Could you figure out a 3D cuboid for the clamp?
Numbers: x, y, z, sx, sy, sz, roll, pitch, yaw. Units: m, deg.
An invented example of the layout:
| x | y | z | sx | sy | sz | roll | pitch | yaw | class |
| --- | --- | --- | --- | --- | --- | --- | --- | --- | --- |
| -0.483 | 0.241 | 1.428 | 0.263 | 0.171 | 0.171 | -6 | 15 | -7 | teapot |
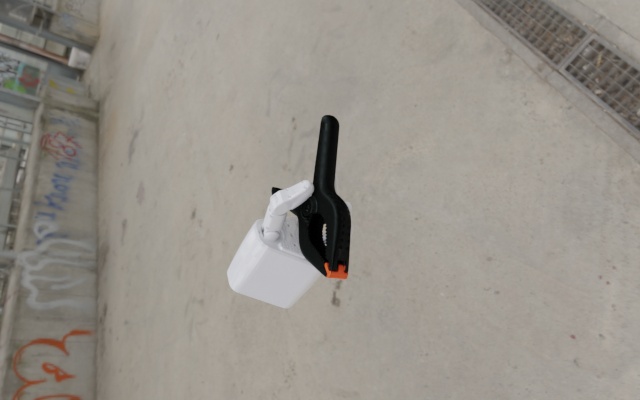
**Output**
| x | y | z | sx | sy | sz | roll | pitch | yaw | class |
| --- | --- | --- | --- | --- | --- | --- | --- | --- | --- |
| -0.001 | 0.002 | 0.615 | 0.036 | 0.165 | 0.209 | 10 | 39 | -32 | clamp |
